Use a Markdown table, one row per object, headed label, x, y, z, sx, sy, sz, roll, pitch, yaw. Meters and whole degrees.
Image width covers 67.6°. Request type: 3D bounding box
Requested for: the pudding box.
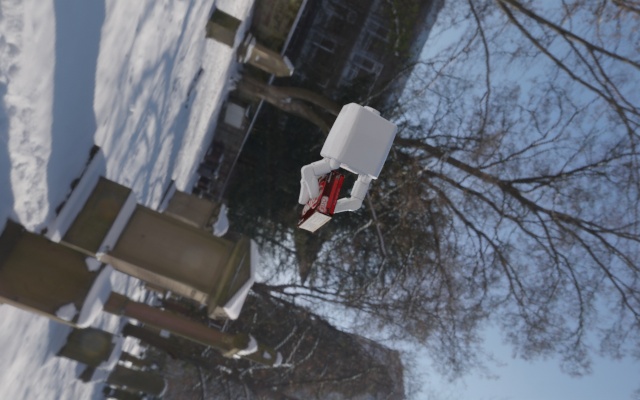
| label | x | y | z | sx | sy | sz | roll | pitch | yaw |
| --- | --- | --- | --- | --- | --- | --- | --- | --- | --- |
| pudding box | 0.000 | 0.003 | 0.895 | 0.039 | 0.090 | 0.113 | 23 | -25 | -10 |
